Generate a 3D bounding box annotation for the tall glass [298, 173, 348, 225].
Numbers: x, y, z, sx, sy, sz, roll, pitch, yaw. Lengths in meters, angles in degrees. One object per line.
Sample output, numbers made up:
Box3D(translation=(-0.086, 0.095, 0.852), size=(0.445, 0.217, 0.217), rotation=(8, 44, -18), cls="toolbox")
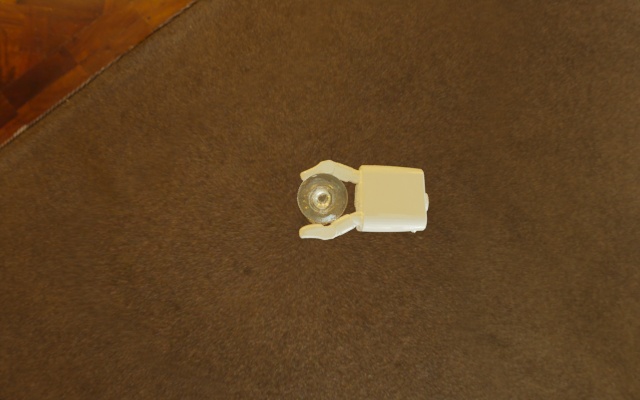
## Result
Box3D(translation=(0.000, 0.003, 0.801), size=(0.079, 0.079, 0.201), rotation=(0, -4, -2), cls="tall glass")
